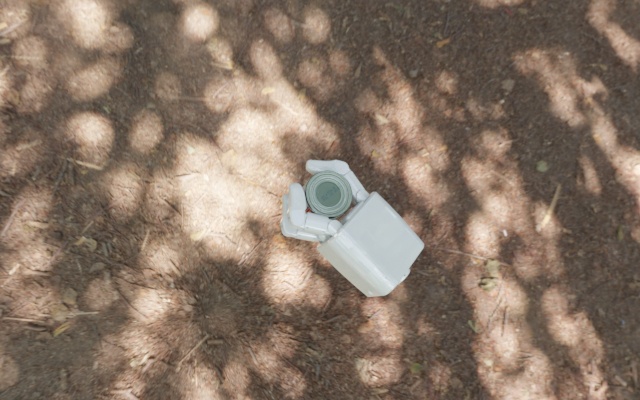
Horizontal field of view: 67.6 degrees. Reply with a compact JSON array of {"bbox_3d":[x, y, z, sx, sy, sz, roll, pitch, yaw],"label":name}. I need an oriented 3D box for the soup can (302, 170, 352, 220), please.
[{"bbox_3d":[0.000,0.002,0.686,0.068,0.068,0.102,0,-13,-14],"label":"soup can"}]
